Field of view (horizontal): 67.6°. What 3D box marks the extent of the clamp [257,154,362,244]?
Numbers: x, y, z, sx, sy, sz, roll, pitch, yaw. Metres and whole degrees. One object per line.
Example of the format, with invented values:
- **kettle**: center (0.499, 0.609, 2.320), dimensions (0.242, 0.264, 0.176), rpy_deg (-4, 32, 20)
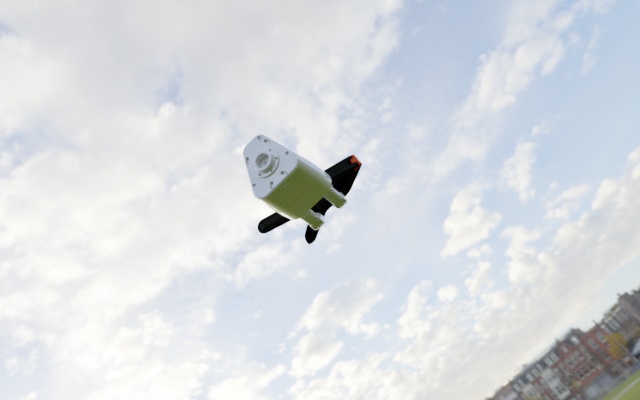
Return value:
- **clamp**: center (0.000, 0.002, 0.882), dimensions (0.210, 0.036, 0.164), rpy_deg (-43, -30, 9)
